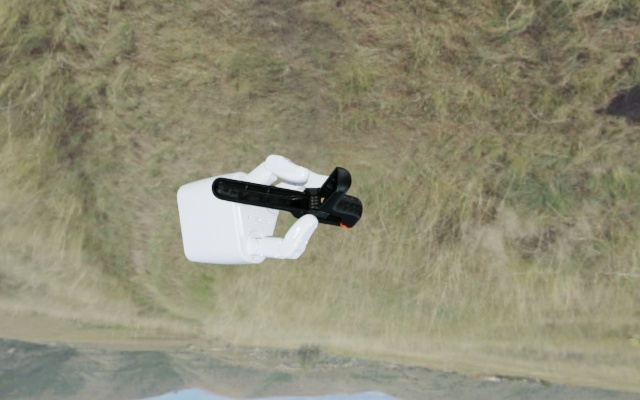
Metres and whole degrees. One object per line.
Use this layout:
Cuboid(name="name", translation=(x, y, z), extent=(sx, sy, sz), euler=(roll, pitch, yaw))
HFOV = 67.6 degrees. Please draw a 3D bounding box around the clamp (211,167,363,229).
Cuboid(name="clamp", translation=(0.000, 0.003, 0.569), extent=(0.164, 0.036, 0.210), euler=(-4, -15, 33))
